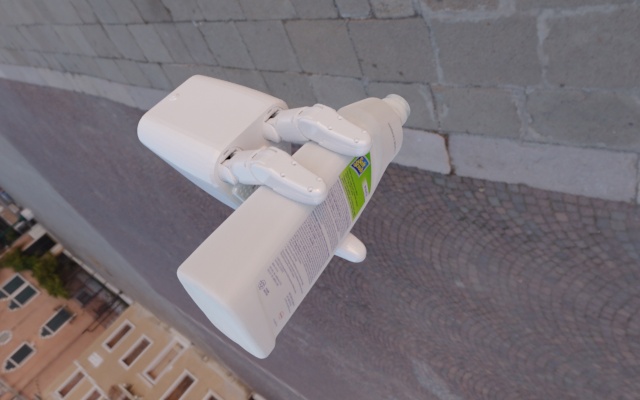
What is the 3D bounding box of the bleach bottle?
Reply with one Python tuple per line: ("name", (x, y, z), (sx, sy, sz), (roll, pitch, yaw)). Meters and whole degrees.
("bleach bottle", (0.000, 0.001, 0.403), (0.068, 0.250, 0.103), (25, -30, 30))
